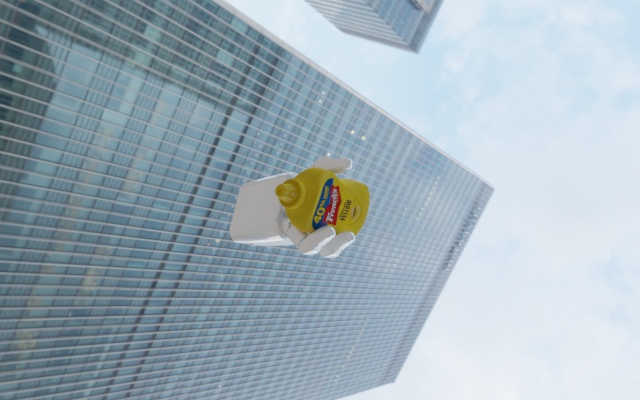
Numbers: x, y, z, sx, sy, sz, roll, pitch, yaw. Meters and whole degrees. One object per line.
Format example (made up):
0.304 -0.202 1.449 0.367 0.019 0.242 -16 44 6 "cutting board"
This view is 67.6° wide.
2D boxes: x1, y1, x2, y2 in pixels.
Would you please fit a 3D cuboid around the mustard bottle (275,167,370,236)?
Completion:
0.001 0.002 0.706 0.058 0.096 0.192 21 3 36 "mustard bottle"
